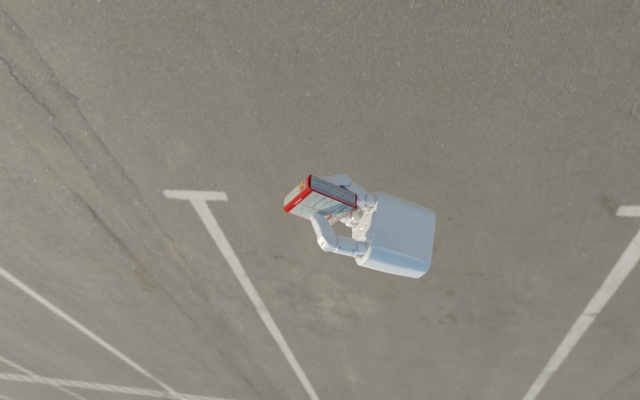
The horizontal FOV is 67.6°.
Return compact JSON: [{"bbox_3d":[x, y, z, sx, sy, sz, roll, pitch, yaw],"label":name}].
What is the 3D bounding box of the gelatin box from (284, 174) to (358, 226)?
[{"bbox_3d":[0.000,0.003,0.723,0.089,0.030,0.073,21,-38,-28],"label":"gelatin box"}]
